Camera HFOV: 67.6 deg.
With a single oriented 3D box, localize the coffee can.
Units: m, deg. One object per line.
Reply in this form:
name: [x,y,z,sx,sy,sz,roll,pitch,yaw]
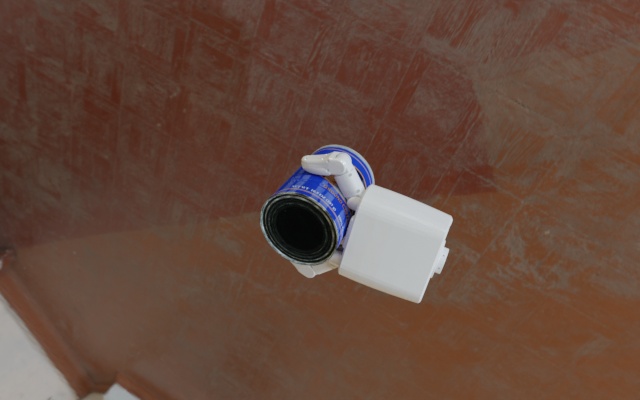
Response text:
coffee can: [0.000,0.002,0.617,0.103,0.103,0.140,0,29,26]
